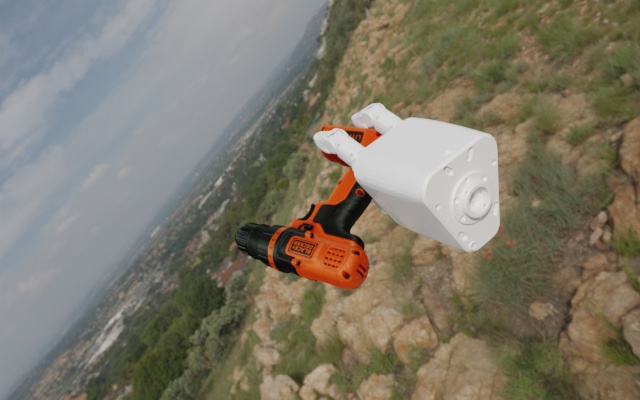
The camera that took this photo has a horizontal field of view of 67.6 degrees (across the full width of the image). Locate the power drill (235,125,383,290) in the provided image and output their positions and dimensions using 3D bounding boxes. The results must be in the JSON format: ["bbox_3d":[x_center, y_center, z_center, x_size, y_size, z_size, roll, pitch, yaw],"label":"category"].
[{"bbox_3d":[0.000,0.001,0.564,0.184,0.187,0.057,12,-22,36],"label":"power drill"}]
